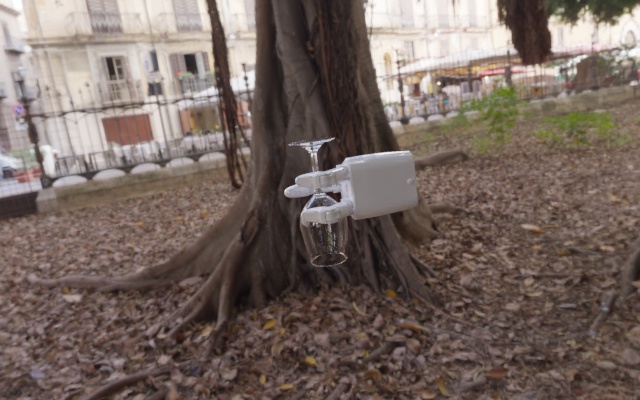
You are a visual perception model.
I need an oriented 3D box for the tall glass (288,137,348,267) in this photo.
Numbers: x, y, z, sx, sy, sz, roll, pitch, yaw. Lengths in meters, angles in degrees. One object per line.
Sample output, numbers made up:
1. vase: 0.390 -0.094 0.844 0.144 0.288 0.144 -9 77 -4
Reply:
1. tall glass: 0.000 0.002 0.775 0.079 0.201 0.079 -8 11 2
